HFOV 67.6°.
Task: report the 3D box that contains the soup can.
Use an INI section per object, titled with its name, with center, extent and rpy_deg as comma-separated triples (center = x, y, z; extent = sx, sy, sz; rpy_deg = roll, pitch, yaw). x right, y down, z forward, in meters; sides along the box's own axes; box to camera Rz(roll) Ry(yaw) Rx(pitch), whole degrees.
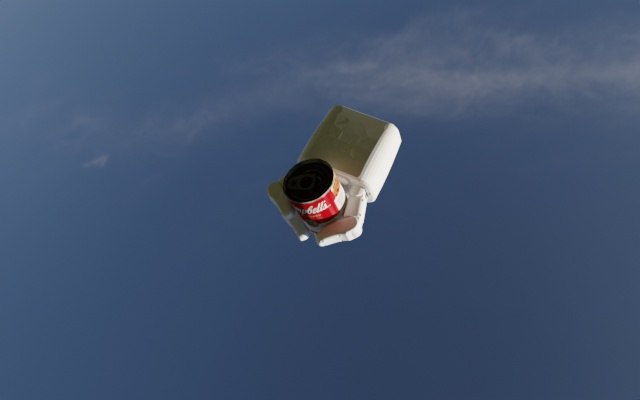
[soup can]
center = 0.000, 0.003, 0.630
extent = 0.068, 0.068, 0.102
rpy_deg = 0, -33, 22
